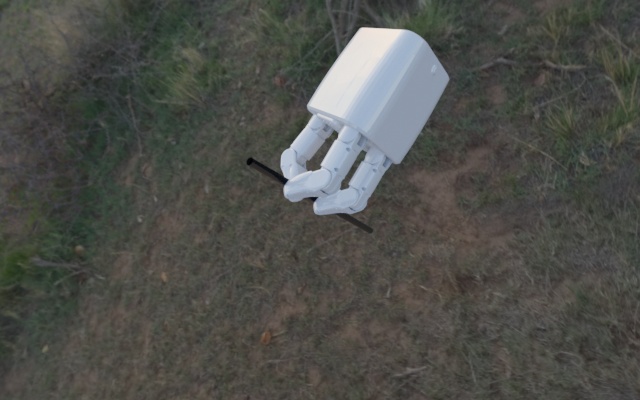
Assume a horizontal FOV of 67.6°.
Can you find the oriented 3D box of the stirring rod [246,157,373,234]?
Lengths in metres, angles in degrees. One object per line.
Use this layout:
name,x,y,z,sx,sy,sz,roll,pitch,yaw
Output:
stirring rod,0.000,0.002,0.535,0.011,0.011,0.240,0,-18,35
